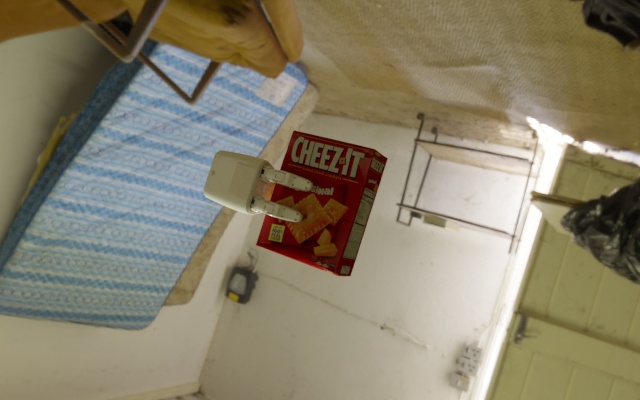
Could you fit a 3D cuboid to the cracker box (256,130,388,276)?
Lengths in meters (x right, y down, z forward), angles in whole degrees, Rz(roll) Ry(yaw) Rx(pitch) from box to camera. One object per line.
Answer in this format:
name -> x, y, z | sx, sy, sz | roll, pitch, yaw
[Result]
cracker box -> 0.000, 0.003, 0.815 | 0.164, 0.213, 0.072 | 17, -2, 27
